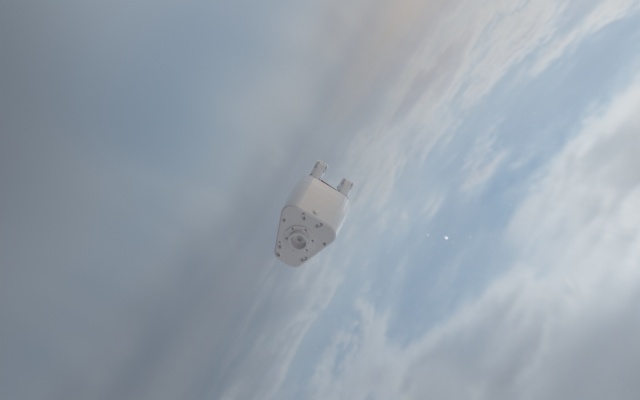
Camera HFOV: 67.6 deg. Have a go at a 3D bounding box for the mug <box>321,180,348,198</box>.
[{"bbox_3d":[0.001,0.002,0.887,0.081,0.093,0.117,33,31,-3],"label":"mug"}]
